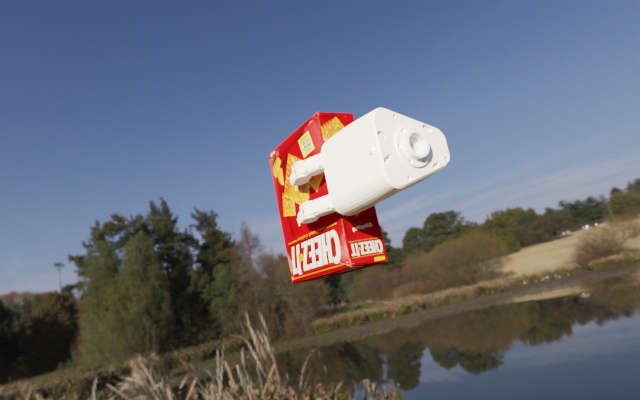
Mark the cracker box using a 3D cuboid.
[{"bbox_3d":[0.000,0.002,0.697,0.072,0.213,0.164,-4,-14,-32],"label":"cracker box"}]
